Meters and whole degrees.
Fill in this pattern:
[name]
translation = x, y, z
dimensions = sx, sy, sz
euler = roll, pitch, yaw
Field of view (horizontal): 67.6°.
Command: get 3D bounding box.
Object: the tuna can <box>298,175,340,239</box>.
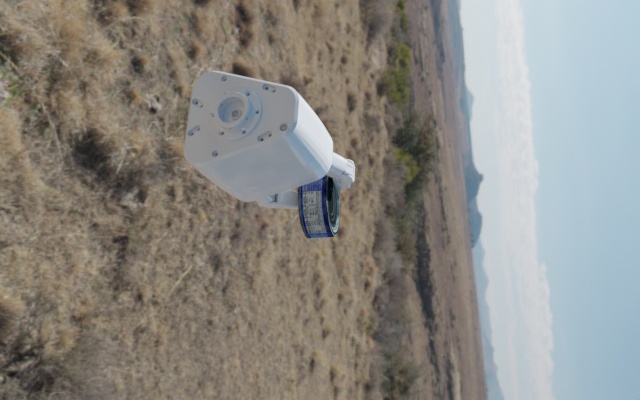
[tuna can]
translation = 0.001, 0.002, 0.568
dimensions = 0.034, 0.086, 0.086
euler = -3, -1, 12
